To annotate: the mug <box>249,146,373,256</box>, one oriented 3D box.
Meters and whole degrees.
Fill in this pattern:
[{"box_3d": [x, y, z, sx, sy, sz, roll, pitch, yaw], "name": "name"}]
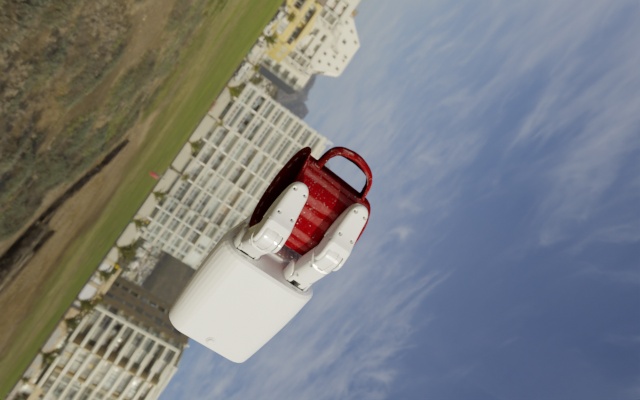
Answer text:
[{"box_3d": [0.001, 0.001, 0.447, 0.081, 0.117, 0.093, 36, 21, -16], "name": "mug"}]
